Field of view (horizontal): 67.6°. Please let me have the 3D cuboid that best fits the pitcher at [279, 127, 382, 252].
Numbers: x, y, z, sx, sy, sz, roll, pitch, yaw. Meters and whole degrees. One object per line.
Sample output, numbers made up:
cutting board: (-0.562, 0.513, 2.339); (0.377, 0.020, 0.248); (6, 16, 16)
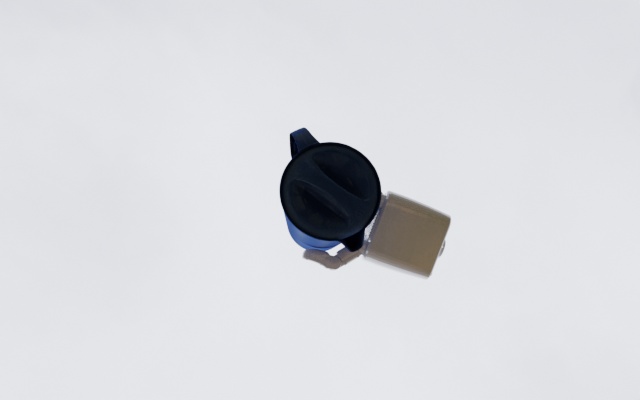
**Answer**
pitcher: (0.000, 0.003, 0.728); (0.145, 0.149, 0.243); (19, -14, -1)
